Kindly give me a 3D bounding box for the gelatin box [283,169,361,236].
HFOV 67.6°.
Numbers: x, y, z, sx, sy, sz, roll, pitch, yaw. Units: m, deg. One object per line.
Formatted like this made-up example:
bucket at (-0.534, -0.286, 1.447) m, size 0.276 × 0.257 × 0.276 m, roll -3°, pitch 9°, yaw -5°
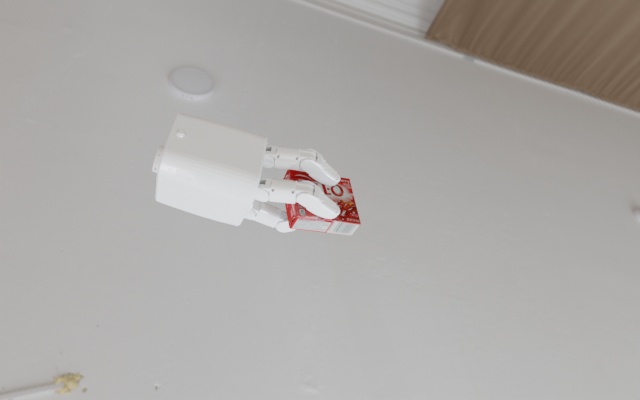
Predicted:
gelatin box at (0.000, 0.002, 0.591) m, size 0.089 × 0.073 × 0.030 m, roll 9°, pitch -40°, yaw -25°
